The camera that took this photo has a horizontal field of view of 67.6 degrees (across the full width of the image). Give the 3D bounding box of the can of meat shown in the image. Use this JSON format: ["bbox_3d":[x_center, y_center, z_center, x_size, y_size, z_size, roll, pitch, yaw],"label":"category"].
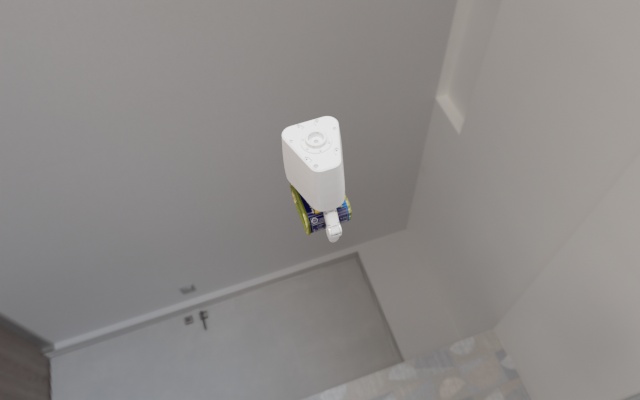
[{"bbox_3d":[0.000,0.003,0.852,0.084,0.102,0.057,-17,-37,-8],"label":"can of meat"}]
